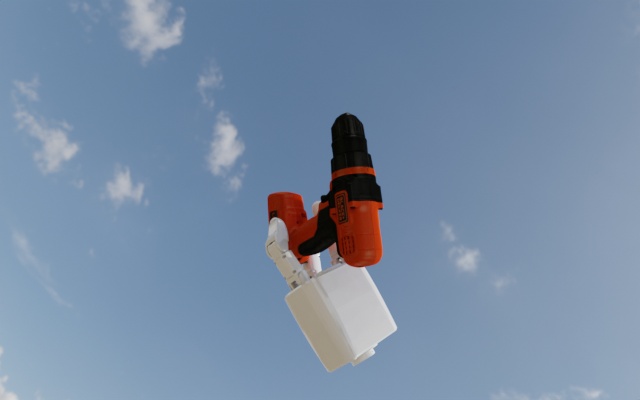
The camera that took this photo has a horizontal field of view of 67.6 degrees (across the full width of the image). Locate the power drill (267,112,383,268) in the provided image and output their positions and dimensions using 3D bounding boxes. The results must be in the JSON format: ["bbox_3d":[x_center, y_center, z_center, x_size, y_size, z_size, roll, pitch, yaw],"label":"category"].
[{"bbox_3d":[0.000,0.002,0.610,0.057,0.184,0.188,5,-17,-34],"label":"power drill"}]
